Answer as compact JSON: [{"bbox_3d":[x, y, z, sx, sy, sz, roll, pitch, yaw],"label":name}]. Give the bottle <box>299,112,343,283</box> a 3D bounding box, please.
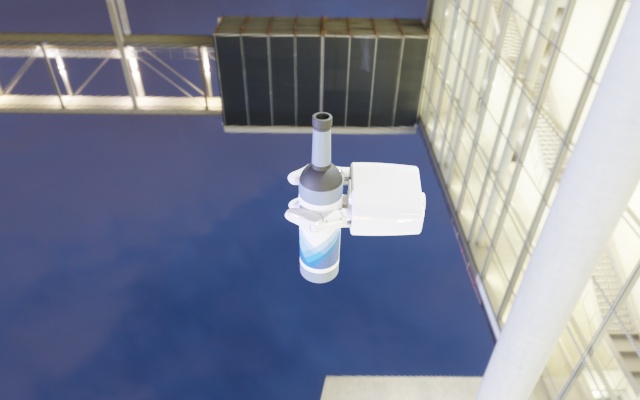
[{"bbox_3d":[0.000,0.003,0.738,0.069,0.296,0.069,1,38,-1],"label":"bottle"}]
